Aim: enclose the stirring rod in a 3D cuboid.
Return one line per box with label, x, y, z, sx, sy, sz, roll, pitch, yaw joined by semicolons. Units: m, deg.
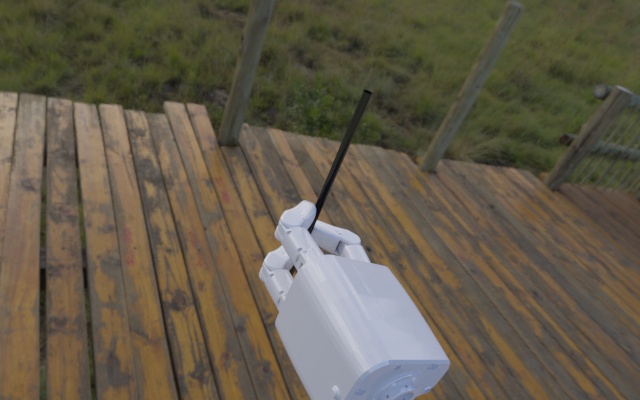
stirring rod;0.000;0.002;0.470;0.011;0.240;0.011;16;33;-11
